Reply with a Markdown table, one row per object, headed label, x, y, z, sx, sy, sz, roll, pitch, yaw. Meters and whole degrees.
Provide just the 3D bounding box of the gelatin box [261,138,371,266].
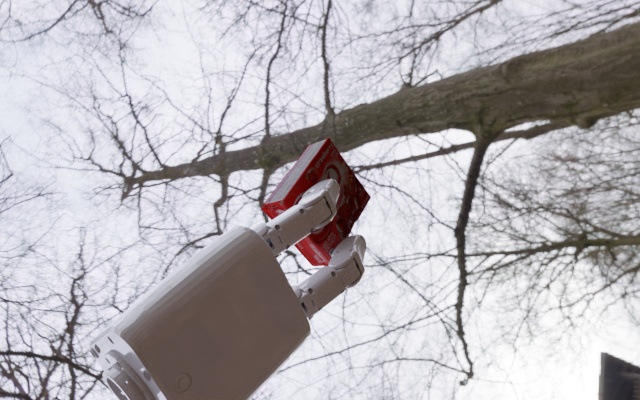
| label | x | y | z | sx | sy | sz | roll | pitch | yaw |
| --- | --- | --- | --- | --- | --- | --- | --- | --- | --- |
| gelatin box | 0.000 | 0.001 | 0.417 | 0.030 | 0.073 | 0.089 | -13 | 33 | 44 |
